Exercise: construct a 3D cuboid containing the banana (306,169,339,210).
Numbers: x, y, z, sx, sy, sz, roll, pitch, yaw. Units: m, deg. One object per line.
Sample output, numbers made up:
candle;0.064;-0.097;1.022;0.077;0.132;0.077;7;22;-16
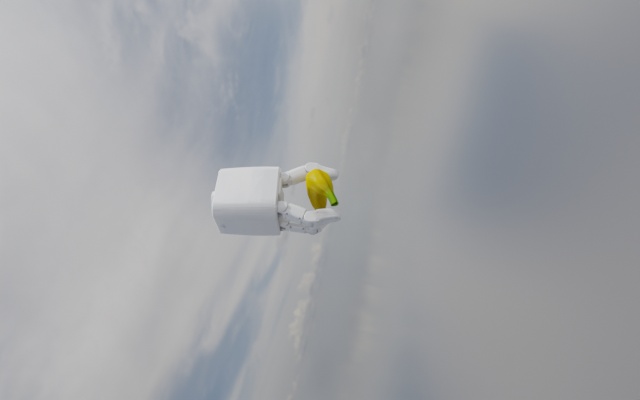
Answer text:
banana;-0.003;-0.016;0.798;0.037;0.069;0.198;-12;-3;-5
